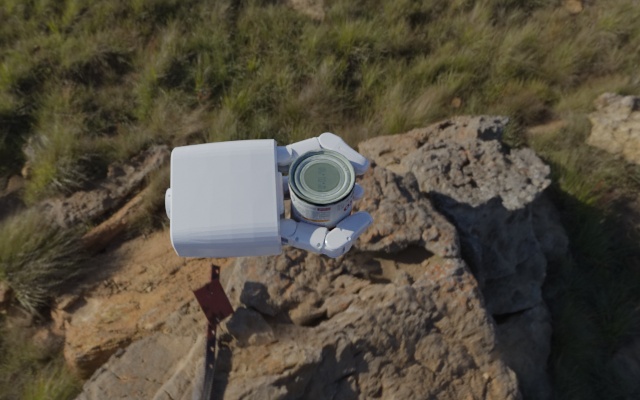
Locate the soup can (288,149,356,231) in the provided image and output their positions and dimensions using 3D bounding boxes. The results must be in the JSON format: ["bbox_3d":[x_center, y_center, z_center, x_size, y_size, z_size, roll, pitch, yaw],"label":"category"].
[{"bbox_3d":[0.001,0.002,0.501,0.068,0.068,0.102,0,-31,-2],"label":"soup can"}]
